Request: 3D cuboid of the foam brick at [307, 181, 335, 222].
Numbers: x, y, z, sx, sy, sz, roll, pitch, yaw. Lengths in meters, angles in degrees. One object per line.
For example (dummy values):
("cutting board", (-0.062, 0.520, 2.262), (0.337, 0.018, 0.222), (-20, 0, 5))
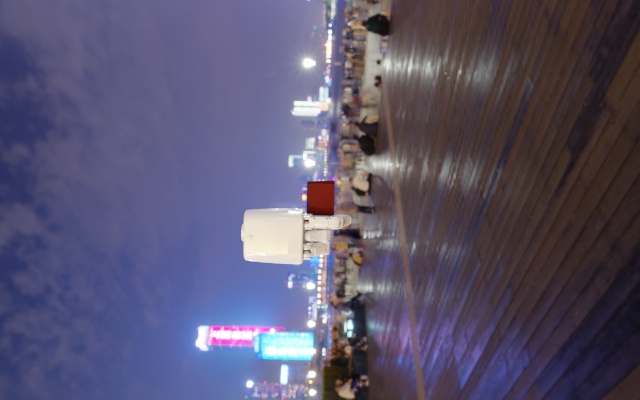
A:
("foam brick", (0.000, 0.003, 0.886), (0.051, 0.078, 0.053), (1, 6, 1))
